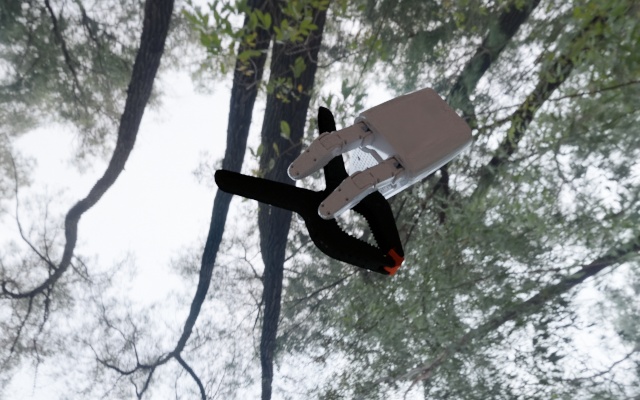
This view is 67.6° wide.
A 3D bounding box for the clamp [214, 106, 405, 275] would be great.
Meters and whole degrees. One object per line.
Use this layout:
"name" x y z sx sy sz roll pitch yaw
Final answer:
"clamp" 0.000 0.002 0.509 0.164 0.210 0.036 -30 -21 -23
